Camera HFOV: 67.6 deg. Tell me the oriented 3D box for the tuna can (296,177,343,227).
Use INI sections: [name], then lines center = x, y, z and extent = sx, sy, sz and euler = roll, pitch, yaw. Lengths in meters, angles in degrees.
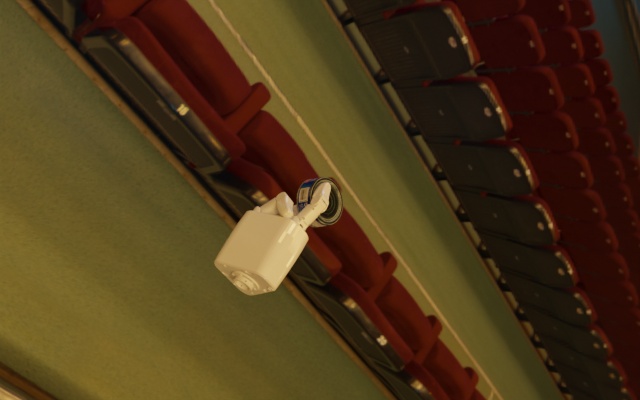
[tuna can]
center = 0.001, 0.003, 0.829
extent = 0.034, 0.086, 0.086
euler = -9, -6, 43
